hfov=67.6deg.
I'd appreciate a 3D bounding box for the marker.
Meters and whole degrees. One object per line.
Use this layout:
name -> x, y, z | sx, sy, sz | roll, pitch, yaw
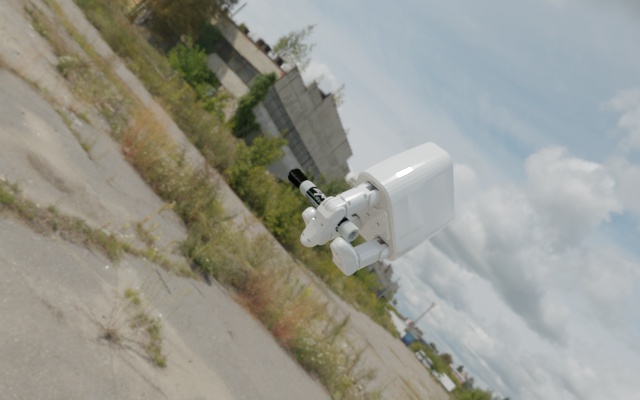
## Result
marker -> 0.000, 0.002, 0.545 | 0.020, 0.020, 0.121 | 0, 37, -46
